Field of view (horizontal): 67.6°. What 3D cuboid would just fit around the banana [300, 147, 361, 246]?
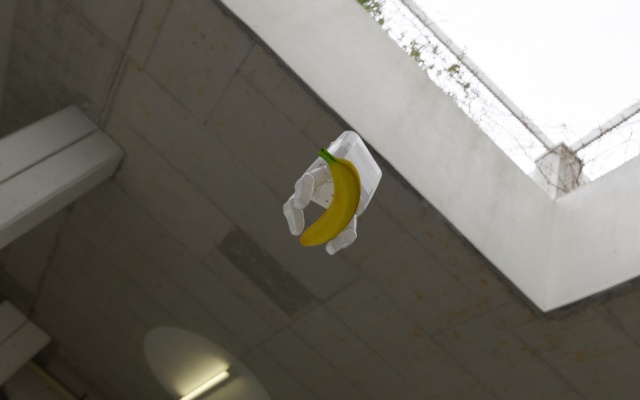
[{"bbox_3d":[0.018,0.007,0.681,0.069,0.198,0.037,23,45,9],"label":"banana"}]
